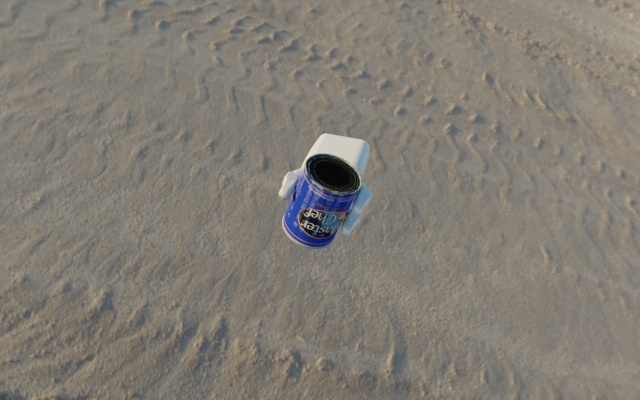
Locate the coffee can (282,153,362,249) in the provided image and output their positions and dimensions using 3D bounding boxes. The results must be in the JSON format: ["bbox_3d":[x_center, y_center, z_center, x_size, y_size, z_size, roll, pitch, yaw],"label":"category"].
[{"bbox_3d":[0.000,0.003,0.845,0.103,0.140,0.102,14,40,-13],"label":"coffee can"}]
